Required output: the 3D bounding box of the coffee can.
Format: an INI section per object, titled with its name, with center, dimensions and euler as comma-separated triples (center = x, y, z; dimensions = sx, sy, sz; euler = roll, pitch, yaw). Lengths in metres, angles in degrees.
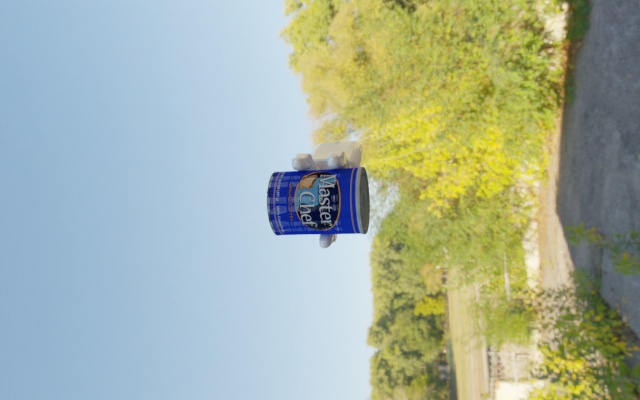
[coffee can]
center = 0.000, 0.003, 0.737
dimensions = 0.140, 0.103, 0.103
euler = -2, -1, 13
